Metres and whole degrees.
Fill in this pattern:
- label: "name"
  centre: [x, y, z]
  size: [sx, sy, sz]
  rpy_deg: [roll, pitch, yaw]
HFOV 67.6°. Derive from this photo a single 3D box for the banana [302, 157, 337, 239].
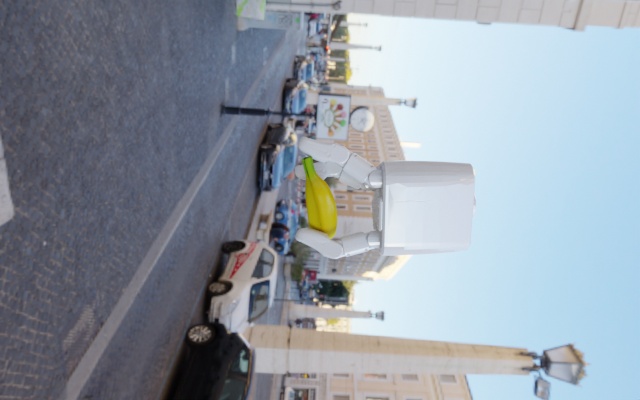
- label: "banana"
  centre: [0.002, 0.018, 0.617]
  size: [0.037, 0.069, 0.198]
  rpy_deg: [-5, -24, -1]
